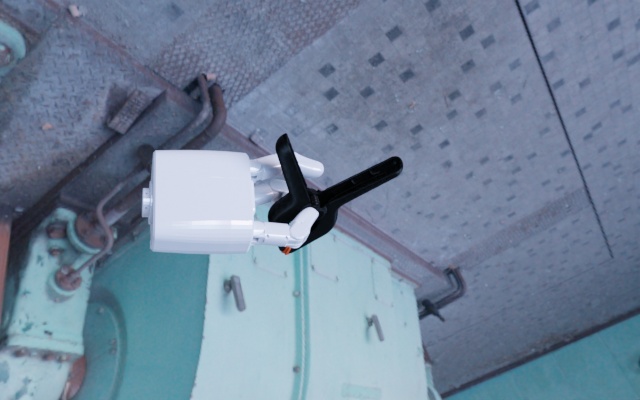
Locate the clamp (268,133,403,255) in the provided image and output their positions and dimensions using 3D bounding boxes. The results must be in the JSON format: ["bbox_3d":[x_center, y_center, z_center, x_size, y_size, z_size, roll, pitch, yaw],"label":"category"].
[{"bbox_3d":[0.000,0.003,0.615,0.164,0.036,0.210,4,-41,-20],"label":"clamp"}]
